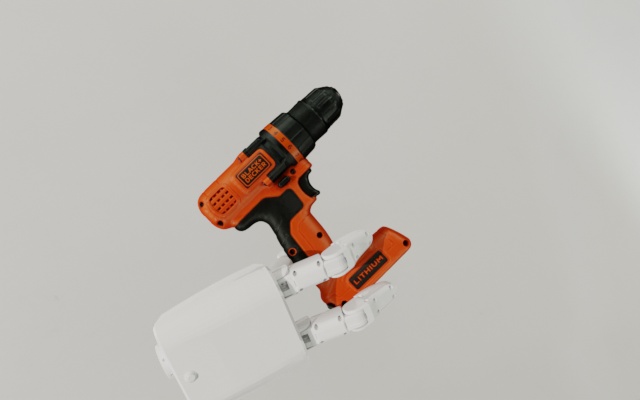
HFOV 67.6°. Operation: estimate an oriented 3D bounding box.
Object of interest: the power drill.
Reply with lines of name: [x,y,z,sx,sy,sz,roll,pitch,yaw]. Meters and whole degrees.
power drill: [0.000,0.002,0.483,0.184,0.187,0.057,-45,-1,-3]
